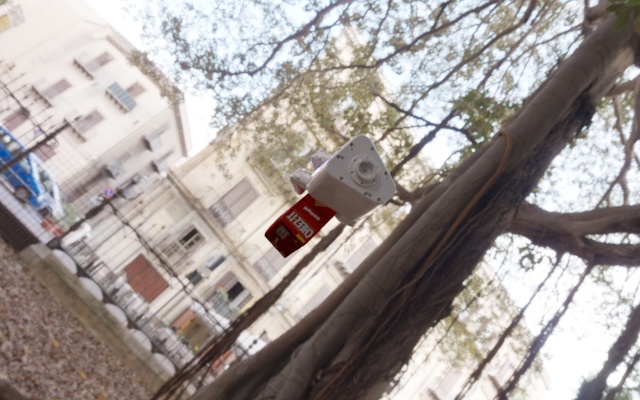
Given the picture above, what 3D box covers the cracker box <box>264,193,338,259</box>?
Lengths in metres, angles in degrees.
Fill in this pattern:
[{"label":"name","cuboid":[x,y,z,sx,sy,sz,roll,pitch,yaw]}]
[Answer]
[{"label":"cracker box","cuboid":[0.000,0.003,0.895,0.213,0.072,0.164,-44,0,-21]}]
